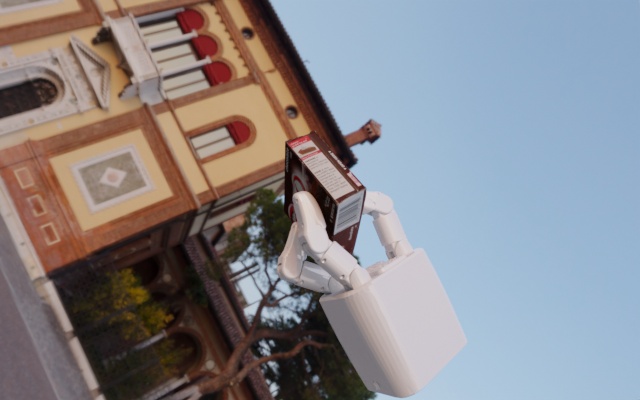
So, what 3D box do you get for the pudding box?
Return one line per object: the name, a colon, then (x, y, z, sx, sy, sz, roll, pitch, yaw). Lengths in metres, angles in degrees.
pudding box: (0.000, 0.002, 0.478, 0.039, 0.090, 0.114, -25, -33, -25)
